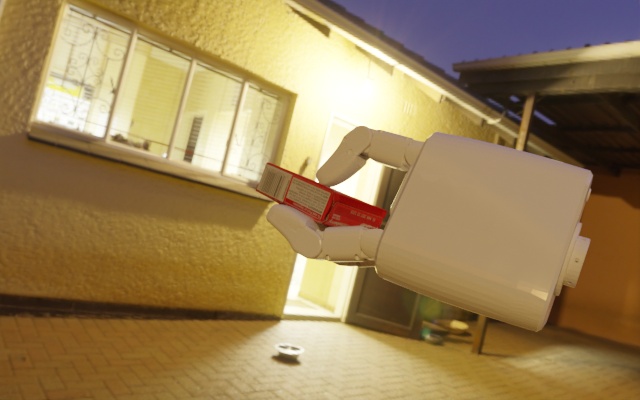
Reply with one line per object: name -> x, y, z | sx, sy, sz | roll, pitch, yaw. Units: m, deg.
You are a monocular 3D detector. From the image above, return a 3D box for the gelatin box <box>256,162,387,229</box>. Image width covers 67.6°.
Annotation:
gelatin box -> 0.000, 0.001, 0.408 | 0.089, 0.030, 0.073 | 25, 3, 42
